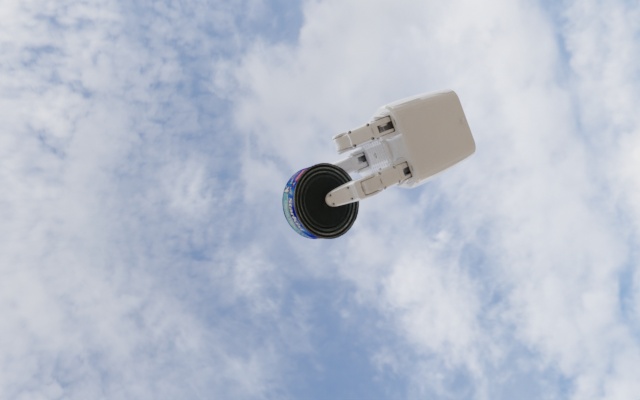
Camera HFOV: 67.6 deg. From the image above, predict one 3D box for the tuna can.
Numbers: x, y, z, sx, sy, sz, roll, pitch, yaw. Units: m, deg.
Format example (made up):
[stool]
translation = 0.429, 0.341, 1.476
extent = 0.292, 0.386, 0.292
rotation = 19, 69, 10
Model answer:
[tuna can]
translation = 0.000, 0.002, 0.546
extent = 0.086, 0.086, 0.034
rotation = 0, -5, -31
